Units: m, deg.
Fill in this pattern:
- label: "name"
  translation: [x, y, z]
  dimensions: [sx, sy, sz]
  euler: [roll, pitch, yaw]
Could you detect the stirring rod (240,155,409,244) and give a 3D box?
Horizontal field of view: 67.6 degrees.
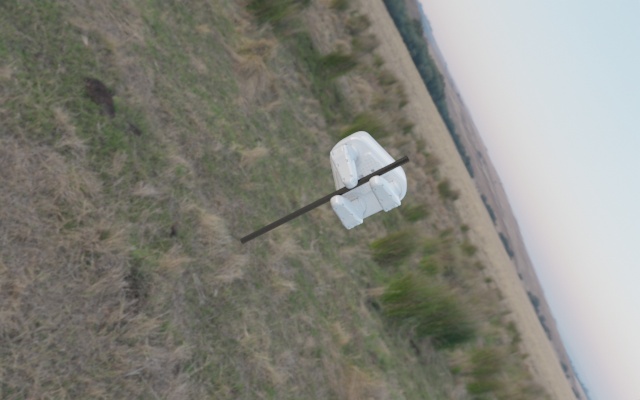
- label: "stirring rod"
  translation: [0.000, 0.002, 0.598]
  dimensions: [0.239, 0.011, 0.011]
  euler: [-27, -8, 16]
